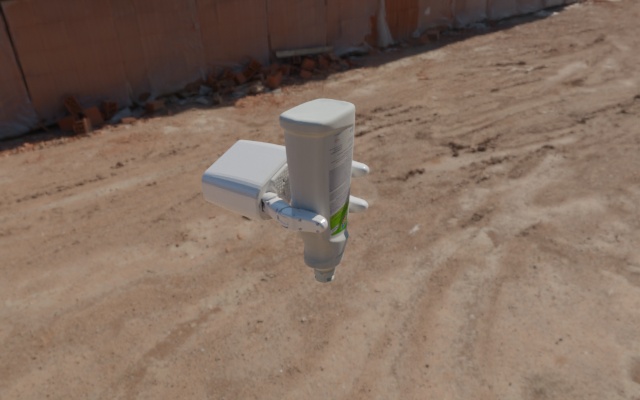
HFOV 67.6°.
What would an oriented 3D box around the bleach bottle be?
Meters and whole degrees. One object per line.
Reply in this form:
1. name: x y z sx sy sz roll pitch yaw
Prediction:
1. bleach bottle: 0.000 0.002 0.625 0.068 0.251 0.102 16 31 29
